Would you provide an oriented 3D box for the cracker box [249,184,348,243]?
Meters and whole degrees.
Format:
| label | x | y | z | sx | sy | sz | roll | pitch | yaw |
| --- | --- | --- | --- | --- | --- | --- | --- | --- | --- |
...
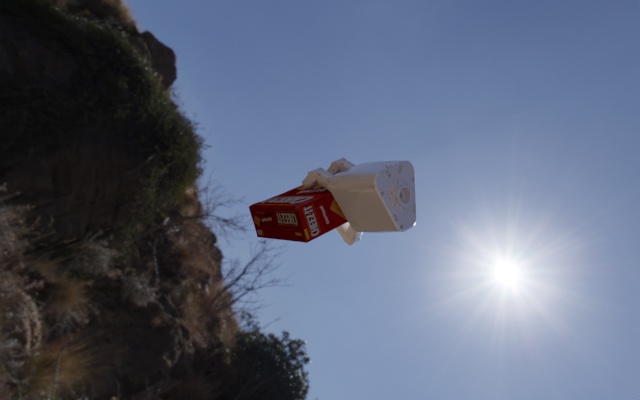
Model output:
| label | x | y | z | sx | sy | sz | roll | pitch | yaw |
| --- | --- | --- | --- | --- | --- | --- | --- | --- | --- |
| cracker box | 0.000 | 0.003 | 0.885 | 0.213 | 0.072 | 0.164 | -24 | 13 | -35 |
